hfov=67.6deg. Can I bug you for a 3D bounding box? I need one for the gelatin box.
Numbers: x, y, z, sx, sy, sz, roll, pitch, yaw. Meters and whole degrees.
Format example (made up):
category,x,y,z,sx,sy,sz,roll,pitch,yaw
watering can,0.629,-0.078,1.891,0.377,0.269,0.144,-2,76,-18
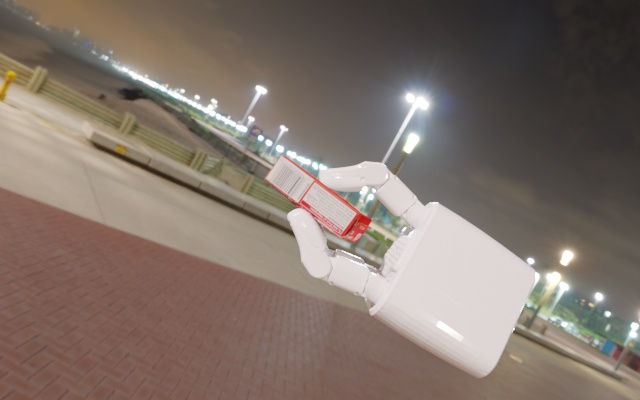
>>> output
category,x,y,z,sx,sy,sz,roll,pitch,yaw
gelatin box,0.000,0.001,0.432,0.089,0.030,0.073,37,2,14
